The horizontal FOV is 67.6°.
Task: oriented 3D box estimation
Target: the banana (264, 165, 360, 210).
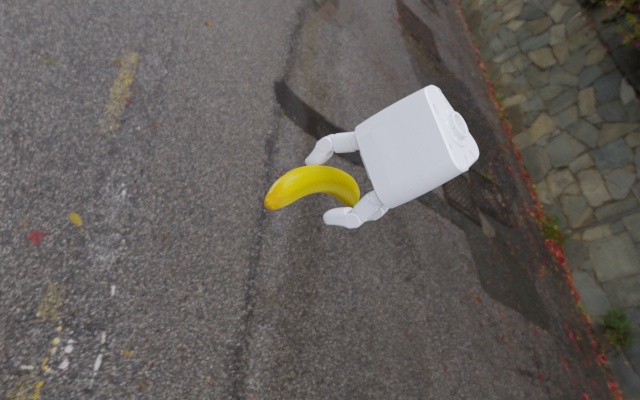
[{"bbox_3d":[-0.001,-0.015,0.645,0.037,0.069,0.198,-22,-20,38],"label":"banana"}]
